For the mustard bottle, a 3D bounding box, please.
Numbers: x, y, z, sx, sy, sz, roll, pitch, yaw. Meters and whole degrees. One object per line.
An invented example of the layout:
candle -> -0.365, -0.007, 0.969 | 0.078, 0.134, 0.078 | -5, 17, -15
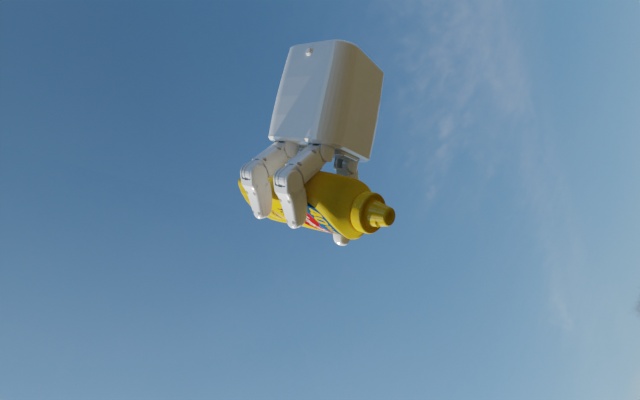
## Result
mustard bottle -> 0.000, 0.002, 0.518 | 0.191, 0.058, 0.096 | 11, -25, 45
